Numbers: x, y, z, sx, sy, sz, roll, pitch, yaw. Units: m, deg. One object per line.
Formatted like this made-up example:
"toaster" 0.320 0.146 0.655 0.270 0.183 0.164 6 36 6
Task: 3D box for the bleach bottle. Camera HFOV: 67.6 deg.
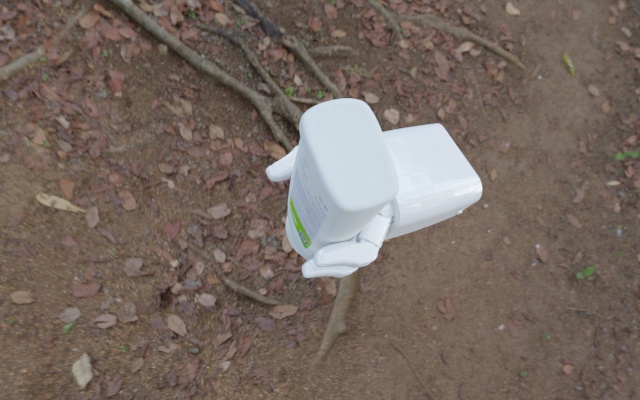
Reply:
"bleach bottle" 0.000 0.002 0.499 0.068 0.102 0.251 -16 -14 -18
